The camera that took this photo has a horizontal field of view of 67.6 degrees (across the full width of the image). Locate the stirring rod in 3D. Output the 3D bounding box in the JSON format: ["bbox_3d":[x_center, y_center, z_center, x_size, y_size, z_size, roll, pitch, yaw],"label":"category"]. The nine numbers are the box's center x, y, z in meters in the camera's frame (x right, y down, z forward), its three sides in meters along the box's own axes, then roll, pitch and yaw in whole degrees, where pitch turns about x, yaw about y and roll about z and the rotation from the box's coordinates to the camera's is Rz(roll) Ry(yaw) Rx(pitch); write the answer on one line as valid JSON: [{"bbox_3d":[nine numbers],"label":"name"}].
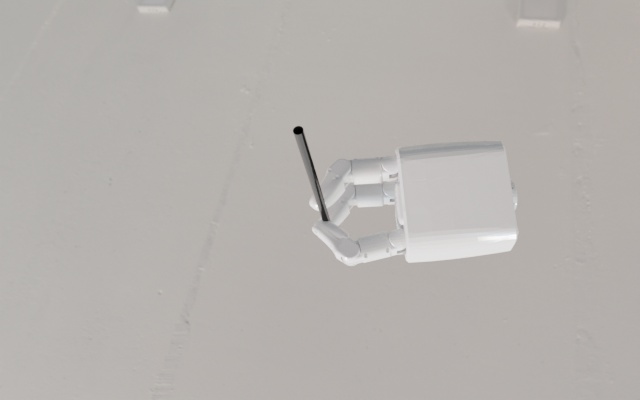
[{"bbox_3d":[0.000,0.002,0.462,0.011,0.011,0.240,0,-27,9],"label":"stirring rod"}]
